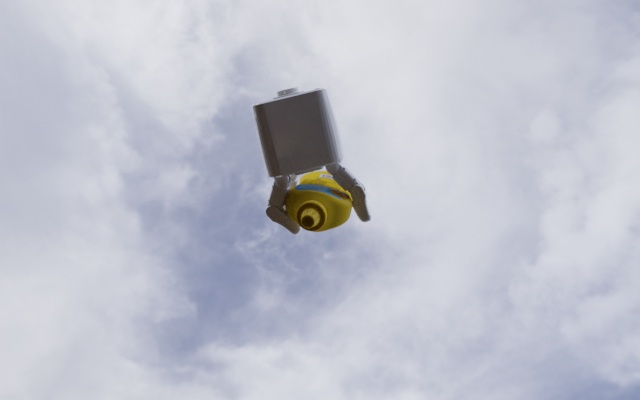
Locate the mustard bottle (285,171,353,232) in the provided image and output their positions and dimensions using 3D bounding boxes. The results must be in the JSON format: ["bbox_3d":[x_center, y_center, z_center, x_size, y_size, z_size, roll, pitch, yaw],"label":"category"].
[{"bbox_3d":[0.000,0.003,0.705,0.096,0.058,0.191,14,16,6],"label":"mustard bottle"}]
